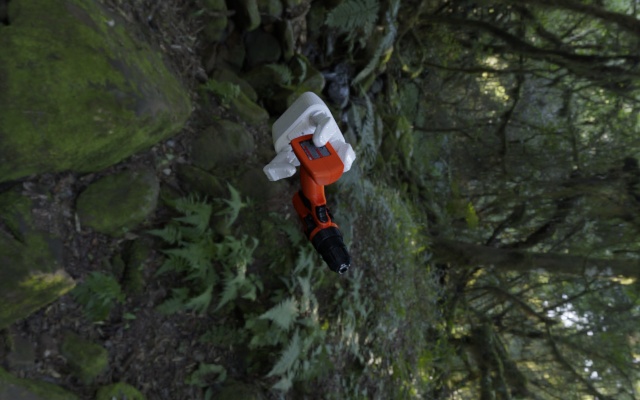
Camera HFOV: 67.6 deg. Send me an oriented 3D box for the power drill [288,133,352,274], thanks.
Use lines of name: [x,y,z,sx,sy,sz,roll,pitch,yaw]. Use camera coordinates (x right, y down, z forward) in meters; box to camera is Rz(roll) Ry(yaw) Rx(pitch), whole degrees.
power drill: [0.000,0.002,0.761,0.057,0.188,0.184,-18,48,-18]
